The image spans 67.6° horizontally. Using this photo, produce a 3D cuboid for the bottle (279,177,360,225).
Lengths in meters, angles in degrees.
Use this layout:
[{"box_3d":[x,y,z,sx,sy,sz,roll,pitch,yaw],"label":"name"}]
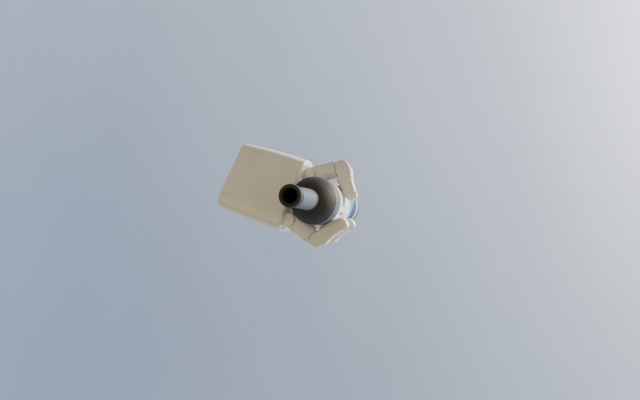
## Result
[{"box_3d":[0.000,0.002,0.687,0.069,0.069,0.296,0,-3,14],"label":"bottle"}]
